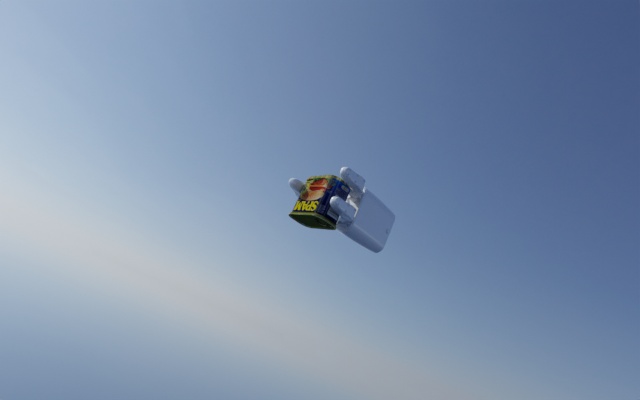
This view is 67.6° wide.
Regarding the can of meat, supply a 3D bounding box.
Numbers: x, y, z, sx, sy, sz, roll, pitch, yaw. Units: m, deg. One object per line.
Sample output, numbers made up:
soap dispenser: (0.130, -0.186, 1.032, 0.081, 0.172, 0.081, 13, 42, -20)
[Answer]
can of meat: (0.000, 0.003, 0.867, 0.057, 0.084, 0.102, 35, -19, -31)
